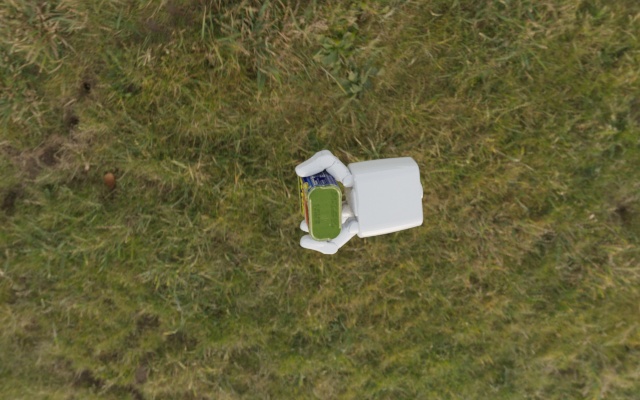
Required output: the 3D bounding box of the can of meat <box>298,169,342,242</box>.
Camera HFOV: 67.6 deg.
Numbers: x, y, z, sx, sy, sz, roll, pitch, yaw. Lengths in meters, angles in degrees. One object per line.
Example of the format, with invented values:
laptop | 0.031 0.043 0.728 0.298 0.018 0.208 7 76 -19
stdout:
can of meat | 0.000 0.003 0.754 0.057 0.102 0.084 -7 29 -9
